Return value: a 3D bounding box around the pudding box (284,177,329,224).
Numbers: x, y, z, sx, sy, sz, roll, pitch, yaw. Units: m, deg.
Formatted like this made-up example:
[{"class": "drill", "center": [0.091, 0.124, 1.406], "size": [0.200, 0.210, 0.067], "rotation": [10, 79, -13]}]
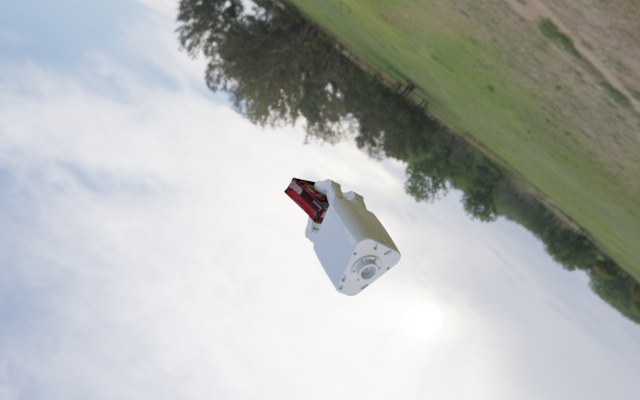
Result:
[{"class": "pudding box", "center": [0.000, 0.003, 0.858], "size": [0.090, 0.039, 0.113], "rotation": [44, 16, 27]}]
